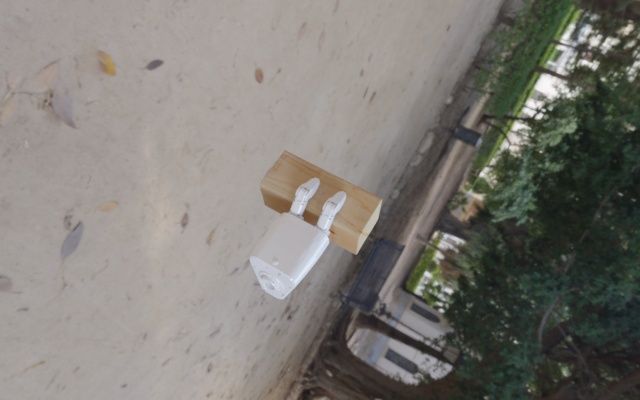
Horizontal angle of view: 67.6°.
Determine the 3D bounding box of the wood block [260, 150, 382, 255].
[{"bbox_3d":[0.000,0.003,0.894,0.206,0.090,0.091,28,-23,14],"label":"wood block"}]
